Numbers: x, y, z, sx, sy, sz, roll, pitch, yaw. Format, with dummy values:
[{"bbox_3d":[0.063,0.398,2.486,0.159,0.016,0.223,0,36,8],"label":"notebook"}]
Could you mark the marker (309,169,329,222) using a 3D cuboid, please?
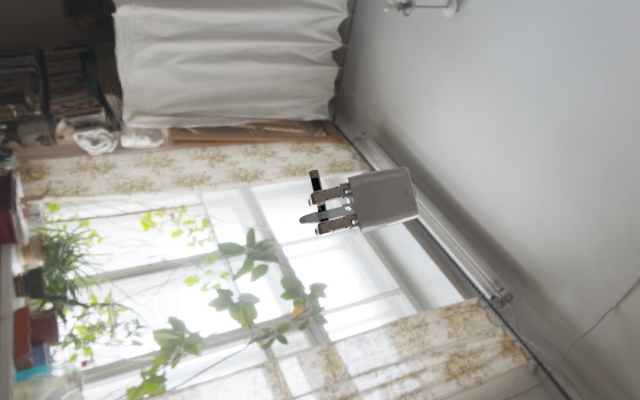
[{"bbox_3d":[0.000,0.003,0.883,0.020,0.121,0.020,-12,-7,-2],"label":"marker"}]
